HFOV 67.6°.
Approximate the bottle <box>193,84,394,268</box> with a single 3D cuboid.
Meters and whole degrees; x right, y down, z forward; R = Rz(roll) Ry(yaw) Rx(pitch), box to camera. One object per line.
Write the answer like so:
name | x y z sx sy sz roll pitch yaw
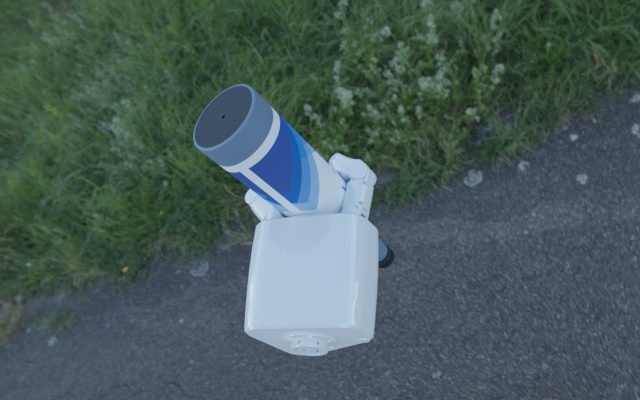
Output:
bottle | 0.000 0.001 0.490 0.069 0.069 0.296 0 -28 38
